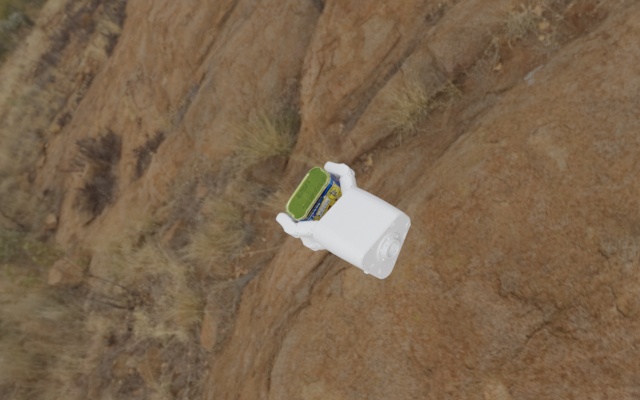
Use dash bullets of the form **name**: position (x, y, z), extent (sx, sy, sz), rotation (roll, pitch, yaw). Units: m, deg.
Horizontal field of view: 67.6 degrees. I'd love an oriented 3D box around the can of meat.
- **can of meat**: position (0.000, 0.002, 0.819), extent (0.057, 0.102, 0.084), rotation (33, -1, 42)
